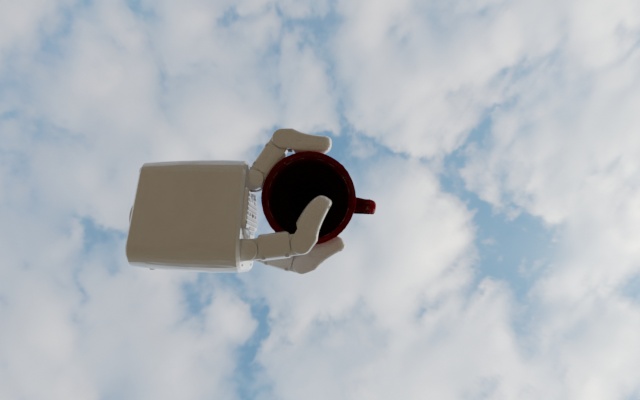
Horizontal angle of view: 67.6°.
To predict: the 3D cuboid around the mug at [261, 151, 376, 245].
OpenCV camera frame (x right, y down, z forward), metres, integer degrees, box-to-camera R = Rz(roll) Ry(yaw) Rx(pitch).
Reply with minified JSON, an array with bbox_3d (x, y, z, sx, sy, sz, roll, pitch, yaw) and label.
[{"bbox_3d":[0.002,0.002,0.506,0.117,0.093,0.081,4,-5,0],"label":"mug"}]
